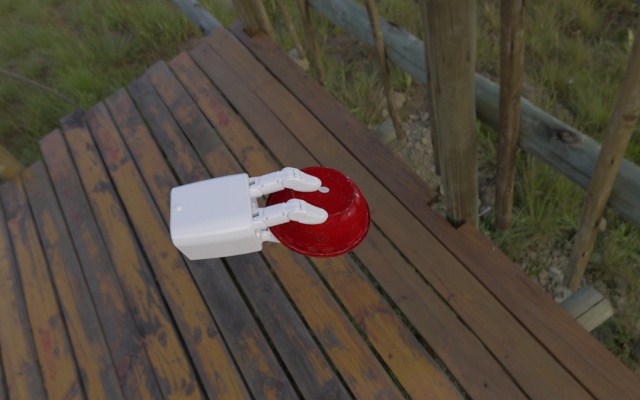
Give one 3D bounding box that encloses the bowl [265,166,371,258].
[{"bbox_3d":[0.001,0.002,0.702,0.162,0.162,0.055,0,-38,-10],"label":"bowl"}]
